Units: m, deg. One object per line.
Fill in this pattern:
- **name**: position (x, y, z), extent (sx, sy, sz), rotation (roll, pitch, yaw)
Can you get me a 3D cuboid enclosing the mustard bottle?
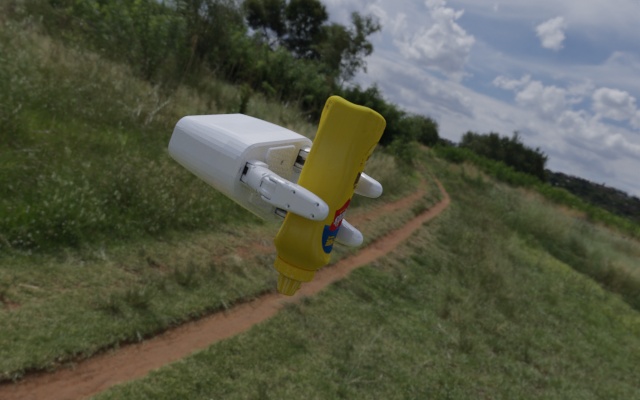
- **mustard bottle**: position (0.000, 0.001, 0.456), extent (0.058, 0.191, 0.096), rotation (23, 7, 7)
